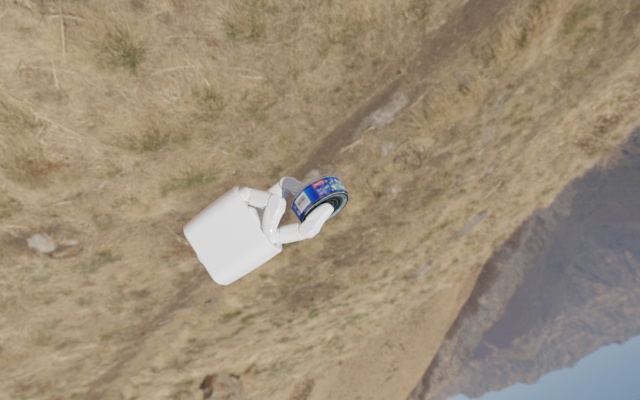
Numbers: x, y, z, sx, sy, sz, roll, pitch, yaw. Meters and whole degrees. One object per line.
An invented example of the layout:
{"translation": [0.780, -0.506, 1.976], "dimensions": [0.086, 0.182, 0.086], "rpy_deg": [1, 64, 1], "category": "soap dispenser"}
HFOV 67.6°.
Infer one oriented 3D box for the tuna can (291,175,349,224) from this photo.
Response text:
{"translation": [0.000, 0.003, 0.726], "dimensions": [0.086, 0.033, 0.086], "rpy_deg": [-27, -26, -14], "category": "tuna can"}
